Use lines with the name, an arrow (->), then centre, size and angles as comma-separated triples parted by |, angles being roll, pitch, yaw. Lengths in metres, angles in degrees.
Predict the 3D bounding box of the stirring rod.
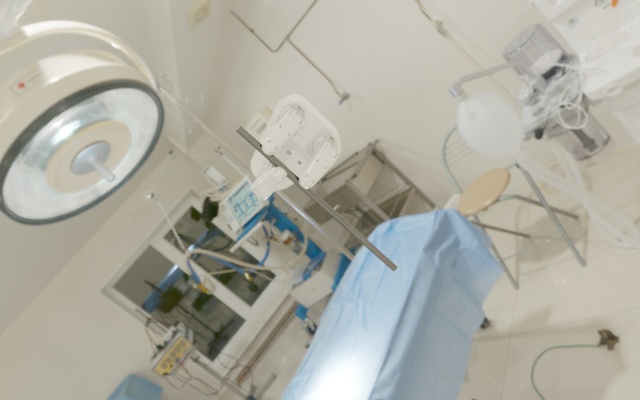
stirring rod -> 0.000, 0.002, 0.535 | 0.239, 0.011, 0.011 | 42, -11, -13
